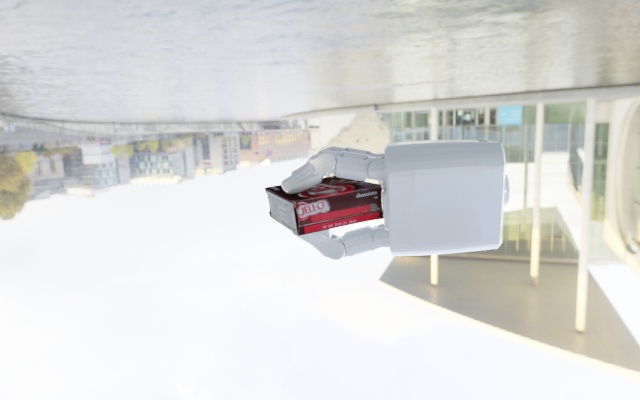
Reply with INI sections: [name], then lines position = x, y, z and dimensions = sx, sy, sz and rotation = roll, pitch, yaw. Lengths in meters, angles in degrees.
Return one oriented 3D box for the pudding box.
[pudding box]
position = 0.000, 0.002, 0.491
dimensions = 0.090, 0.039, 0.113
rotation = -9, 9, -19
